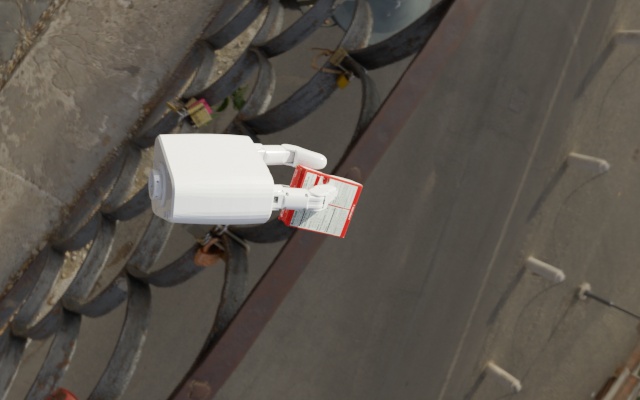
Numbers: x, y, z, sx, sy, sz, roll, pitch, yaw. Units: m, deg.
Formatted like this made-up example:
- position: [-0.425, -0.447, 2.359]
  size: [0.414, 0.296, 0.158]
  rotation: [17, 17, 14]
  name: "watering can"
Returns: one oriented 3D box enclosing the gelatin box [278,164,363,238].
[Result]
- position: [0.001, 0.002, 0.598]
  size: [0.089, 0.073, 0.030]
  rotation: [15, 9, -31]
  name: "gelatin box"
